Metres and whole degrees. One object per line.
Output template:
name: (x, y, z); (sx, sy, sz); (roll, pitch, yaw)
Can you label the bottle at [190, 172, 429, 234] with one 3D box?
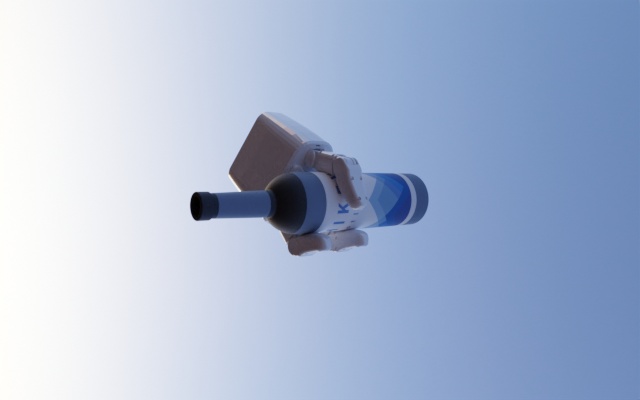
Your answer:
bottle: (0.000, 0.002, 0.529); (0.296, 0.069, 0.069); (-2, 1, -39)
